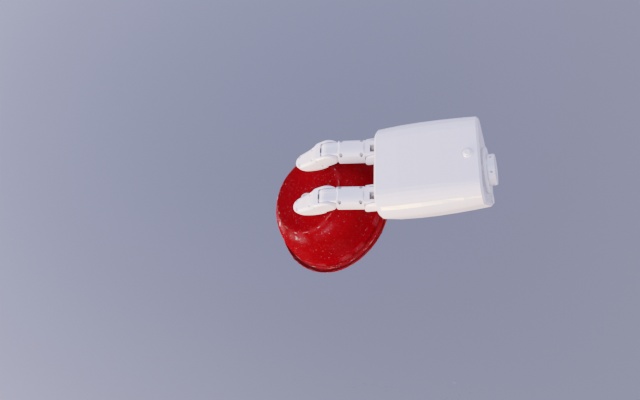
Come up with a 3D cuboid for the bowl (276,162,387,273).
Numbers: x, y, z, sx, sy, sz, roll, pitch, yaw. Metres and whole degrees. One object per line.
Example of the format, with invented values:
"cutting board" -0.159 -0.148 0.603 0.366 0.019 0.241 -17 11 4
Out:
"bowl" -0.001 0.002 0.573 0.162 0.162 0.055 0 -18 38
